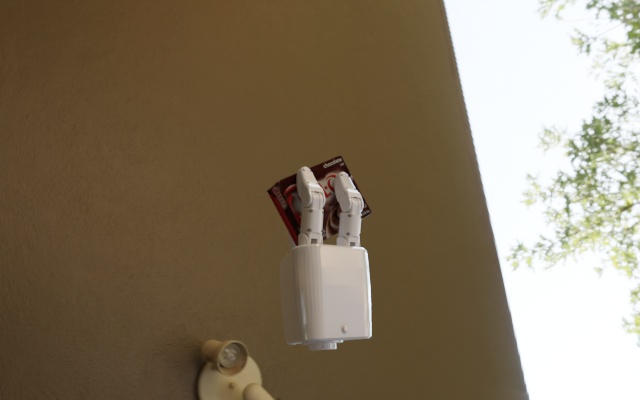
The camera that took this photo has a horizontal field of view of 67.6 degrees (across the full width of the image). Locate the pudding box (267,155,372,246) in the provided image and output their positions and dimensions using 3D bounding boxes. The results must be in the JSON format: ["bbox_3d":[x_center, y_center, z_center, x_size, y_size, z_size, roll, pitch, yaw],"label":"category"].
[{"bbox_3d":[0.000,0.002,0.615,0.113,0.090,0.039,-26,-3,-38],"label":"pudding box"}]
